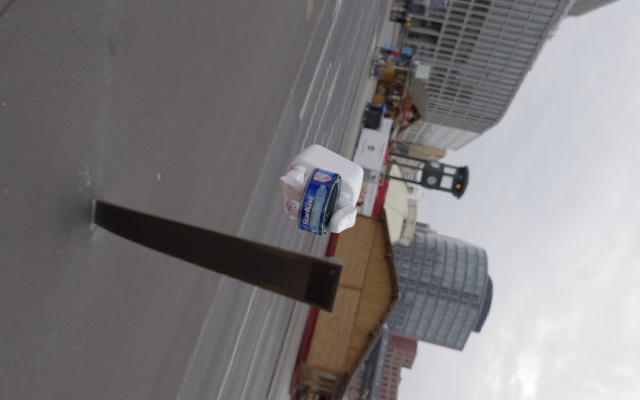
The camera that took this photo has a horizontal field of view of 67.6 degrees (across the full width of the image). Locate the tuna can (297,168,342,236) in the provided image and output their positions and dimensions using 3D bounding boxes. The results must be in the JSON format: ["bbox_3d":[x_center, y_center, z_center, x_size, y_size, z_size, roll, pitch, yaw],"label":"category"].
[{"bbox_3d":[0.001,0.002,0.627,0.034,0.086,0.086,16,3,11],"label":"tuna can"}]
